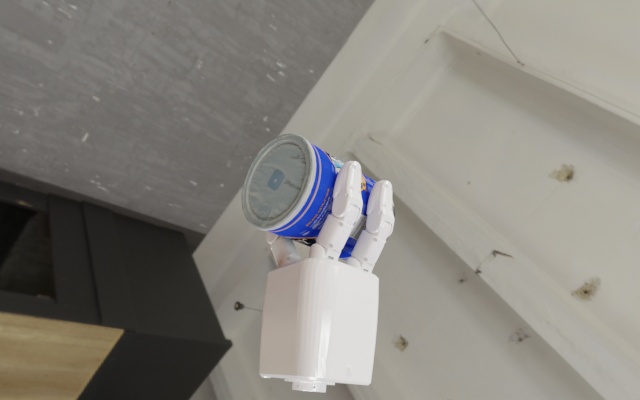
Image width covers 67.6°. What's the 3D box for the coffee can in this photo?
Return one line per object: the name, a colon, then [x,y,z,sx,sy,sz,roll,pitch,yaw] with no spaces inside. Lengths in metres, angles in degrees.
coffee can: [0.000,0.002,0.525,0.103,0.102,0.140,0,-19,45]
